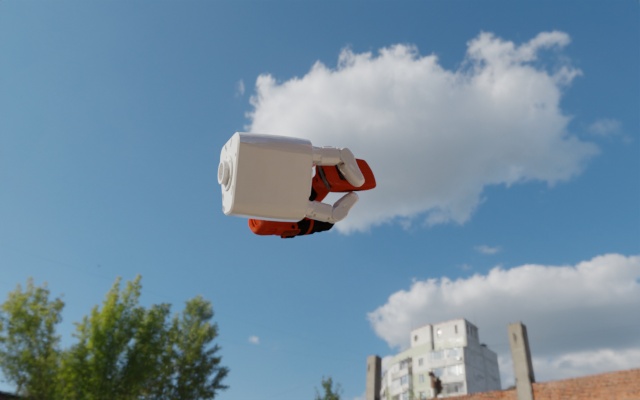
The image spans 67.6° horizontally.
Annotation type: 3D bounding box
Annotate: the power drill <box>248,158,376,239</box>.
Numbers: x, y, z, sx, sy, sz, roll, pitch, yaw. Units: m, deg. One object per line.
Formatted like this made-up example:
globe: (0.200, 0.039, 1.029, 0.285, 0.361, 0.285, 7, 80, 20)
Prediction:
power drill: (0.000, 0.002, 0.779, 0.184, 0.057, 0.188, -1, -30, -47)
